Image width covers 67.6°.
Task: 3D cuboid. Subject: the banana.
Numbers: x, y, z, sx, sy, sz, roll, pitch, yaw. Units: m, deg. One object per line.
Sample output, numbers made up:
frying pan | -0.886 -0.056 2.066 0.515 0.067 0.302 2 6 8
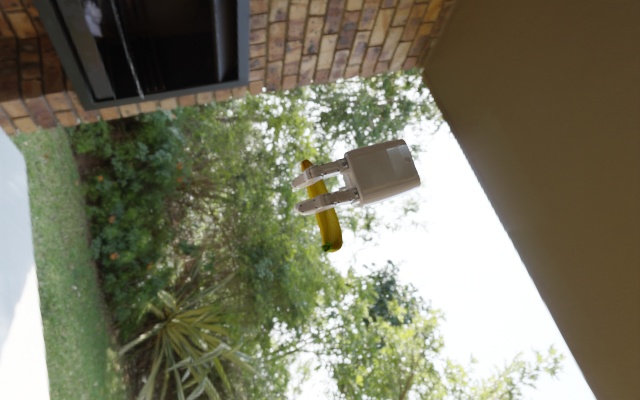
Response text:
banana | 0.005 0.016 0.807 0.037 0.197 0.070 -19 -39 3
